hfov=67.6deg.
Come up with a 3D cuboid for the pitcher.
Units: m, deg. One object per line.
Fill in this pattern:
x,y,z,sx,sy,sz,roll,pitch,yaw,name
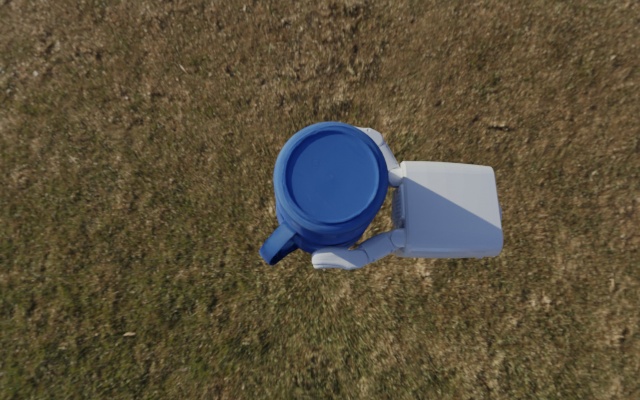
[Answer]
0.000,0.002,0.552,0.145,0.149,0.243,2,-8,-1,pitcher
